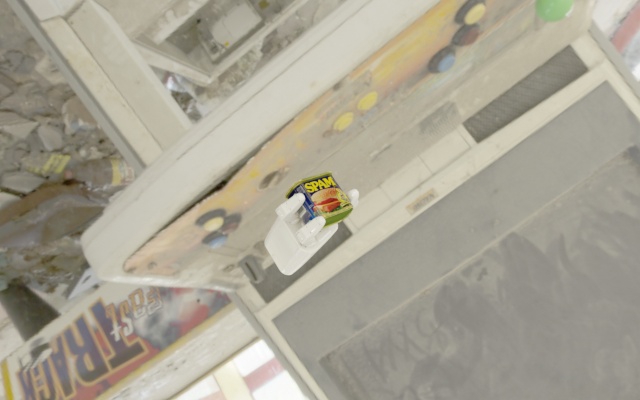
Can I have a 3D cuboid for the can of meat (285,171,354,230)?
[{"bbox_3d":[0.000,0.003,0.867,0.102,0.084,0.057,-18,-22,-42],"label":"can of meat"}]
